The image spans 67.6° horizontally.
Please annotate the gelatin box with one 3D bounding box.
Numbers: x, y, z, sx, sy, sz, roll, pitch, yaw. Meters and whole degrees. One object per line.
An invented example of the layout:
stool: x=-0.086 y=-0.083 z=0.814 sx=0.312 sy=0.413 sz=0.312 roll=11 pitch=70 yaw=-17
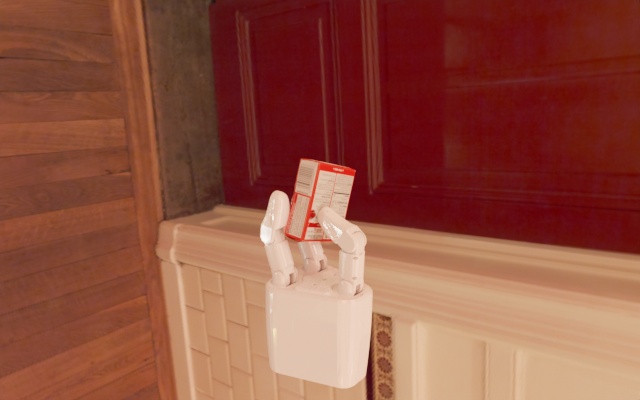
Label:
gelatin box: x=0.001 y=0.002 z=0.537 sx=0.030 sy=0.089 sz=0.073 roll=17 pitch=7 yaw=36
